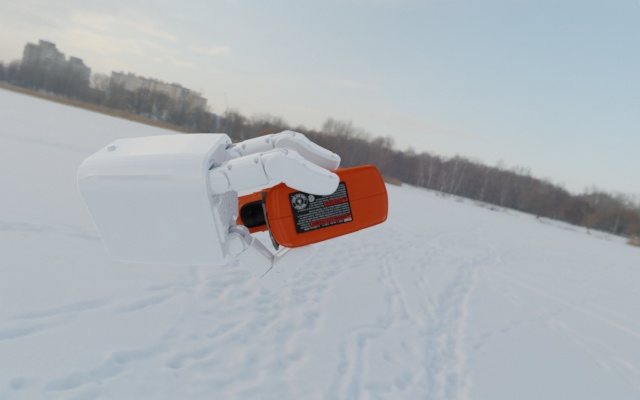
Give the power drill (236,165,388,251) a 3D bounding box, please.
[{"bbox_3d":[0.000,0.002,0.488,0.184,0.057,0.187,-15,2,-14],"label":"power drill"}]
